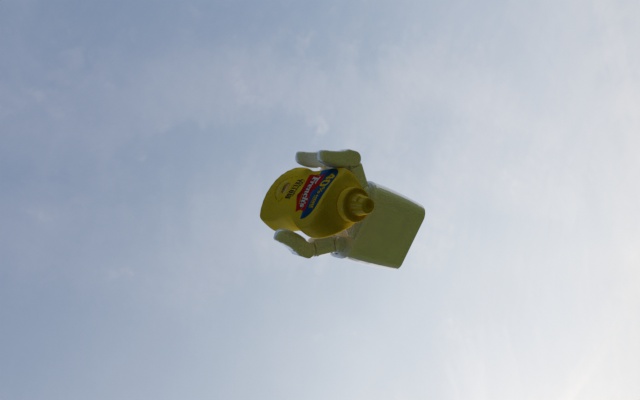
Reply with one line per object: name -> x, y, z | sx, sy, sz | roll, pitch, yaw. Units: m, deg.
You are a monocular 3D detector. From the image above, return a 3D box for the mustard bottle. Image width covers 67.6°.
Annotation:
mustard bottle -> 0.000, 0.002, 0.609 | 0.058, 0.096, 0.191 | 46, -22, -28
